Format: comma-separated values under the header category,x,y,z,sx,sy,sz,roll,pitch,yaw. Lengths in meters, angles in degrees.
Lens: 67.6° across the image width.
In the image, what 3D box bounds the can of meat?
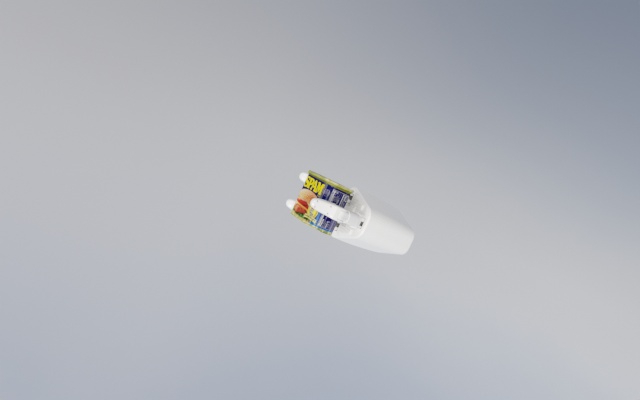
category,x,y,z,sx,sy,sz,roll,pitch,yaw
can of meat,0.000,0.003,0.815,0.057,0.084,0.102,23,4,-30
